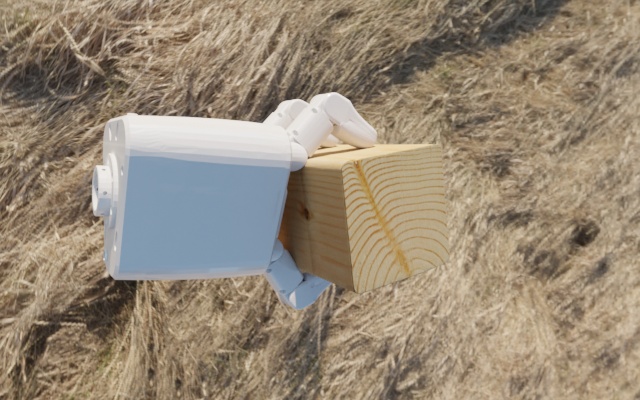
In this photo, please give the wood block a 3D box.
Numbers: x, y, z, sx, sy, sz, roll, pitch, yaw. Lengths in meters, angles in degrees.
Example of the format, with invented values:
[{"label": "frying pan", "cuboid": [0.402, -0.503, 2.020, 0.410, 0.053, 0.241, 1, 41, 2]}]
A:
[{"label": "wood block", "cuboid": [0.000, 0.002, 0.411, 0.090, 0.091, 0.206, -13, 13, -30]}]
